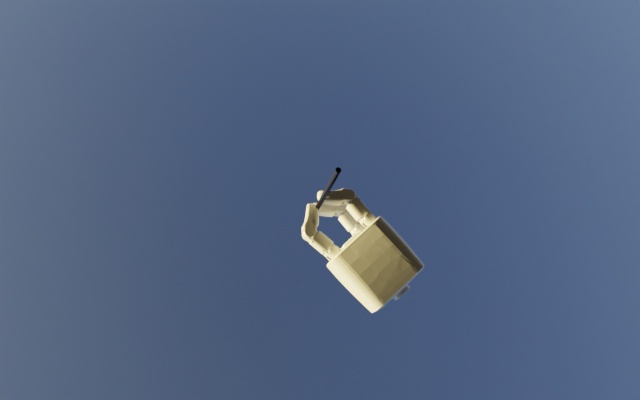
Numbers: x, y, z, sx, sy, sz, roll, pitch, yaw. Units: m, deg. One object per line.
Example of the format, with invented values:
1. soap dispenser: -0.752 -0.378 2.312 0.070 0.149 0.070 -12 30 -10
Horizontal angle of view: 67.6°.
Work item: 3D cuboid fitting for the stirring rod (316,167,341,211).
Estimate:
1. stirring rod: 0.000 0.002 0.749 0.011 0.011 0.240 0 -21 -12
